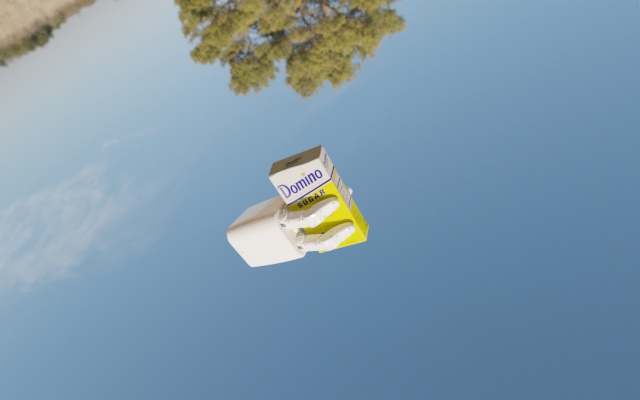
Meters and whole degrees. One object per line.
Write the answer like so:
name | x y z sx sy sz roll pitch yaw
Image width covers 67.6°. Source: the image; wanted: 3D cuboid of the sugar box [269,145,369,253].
sugar box | 0.000 0.003 0.774 0.093 0.176 0.048 -18 35 24
